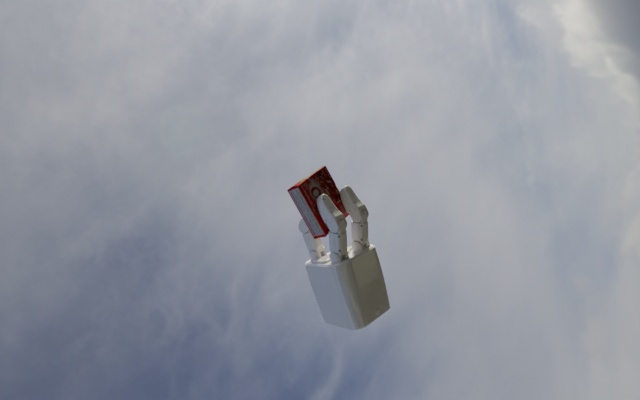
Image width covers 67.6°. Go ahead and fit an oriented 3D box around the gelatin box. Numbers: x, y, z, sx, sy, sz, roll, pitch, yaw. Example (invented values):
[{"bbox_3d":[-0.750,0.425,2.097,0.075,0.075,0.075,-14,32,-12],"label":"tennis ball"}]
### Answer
[{"bbox_3d":[0.000,0.002,0.730,0.030,0.089,0.073,-19,14,45],"label":"gelatin box"}]
